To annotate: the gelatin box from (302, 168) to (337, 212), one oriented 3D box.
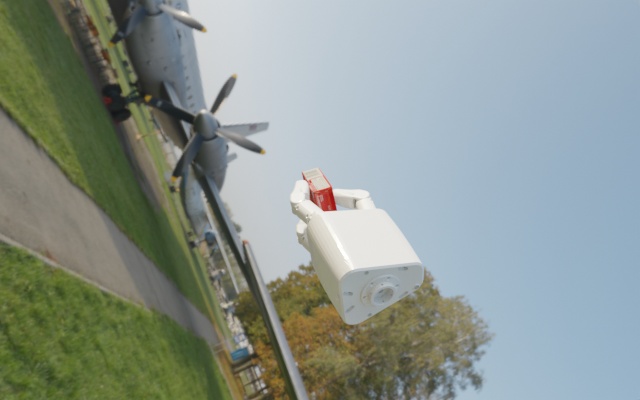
[{"bbox_3d":[0.000,0.002,0.688,0.030,0.073,0.089,-15,25,-7],"label":"gelatin box"}]
